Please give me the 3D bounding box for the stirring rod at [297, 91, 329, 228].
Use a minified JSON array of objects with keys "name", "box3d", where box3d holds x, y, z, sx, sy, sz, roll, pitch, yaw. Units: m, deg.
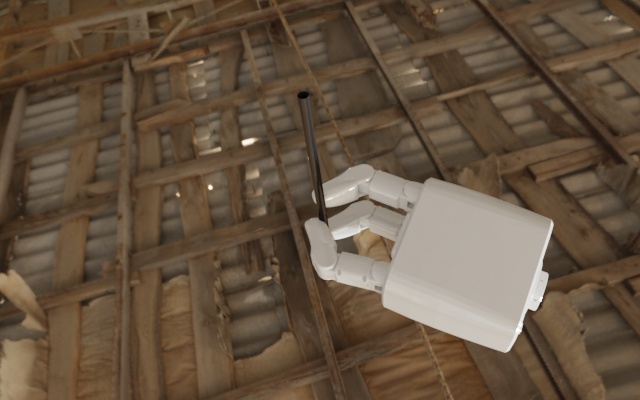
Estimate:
[{"name":"stirring rod","box3d":[0.000,0.001,0.419,0.011,0.011,0.240,0,-37,7]}]
